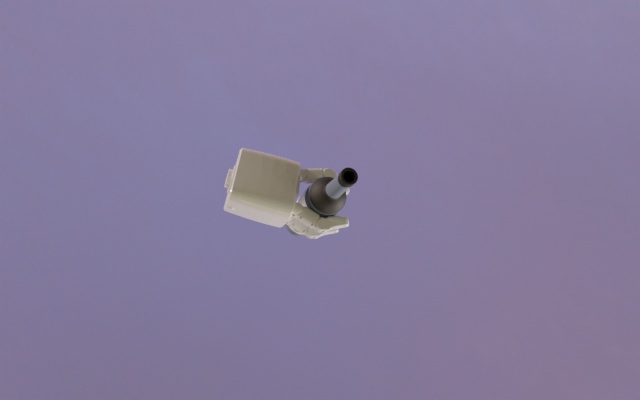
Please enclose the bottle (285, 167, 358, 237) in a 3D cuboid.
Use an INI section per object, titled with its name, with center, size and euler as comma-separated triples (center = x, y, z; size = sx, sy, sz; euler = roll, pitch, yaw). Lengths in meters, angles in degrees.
[bottle]
center = 0.000, 0.003, 0.834
size = 0.069, 0.069, 0.296
euler = 0, -15, -17
